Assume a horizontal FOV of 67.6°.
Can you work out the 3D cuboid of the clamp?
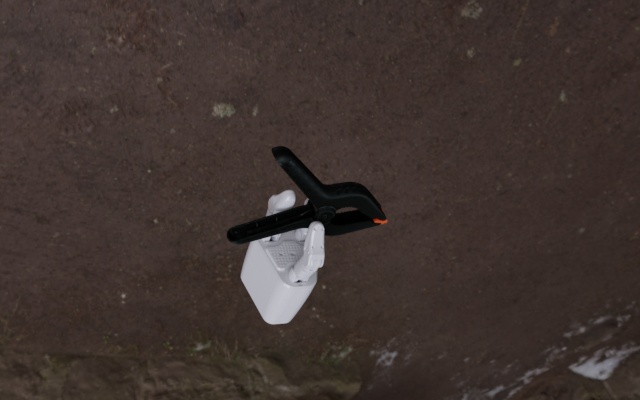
[{"bbox_3d":[0.001,0.003,0.608,0.210,0.036,0.165,3,-41,-25],"label":"clamp"}]
